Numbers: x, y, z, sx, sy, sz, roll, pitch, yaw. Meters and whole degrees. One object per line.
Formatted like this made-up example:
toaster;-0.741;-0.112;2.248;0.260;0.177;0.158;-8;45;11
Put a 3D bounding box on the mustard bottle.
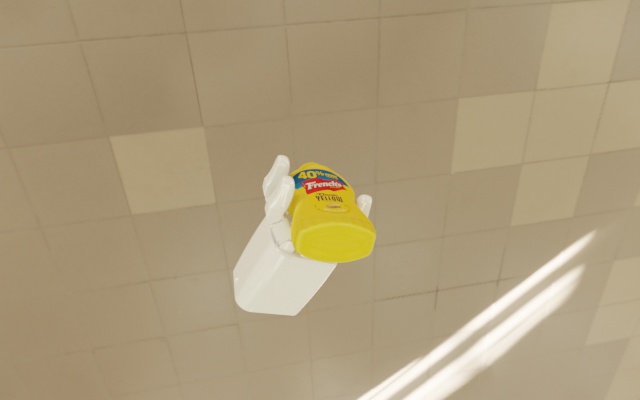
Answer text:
mustard bottle;0.000;0.002;0.618;0.096;0.058;0.191;2;30;-14
